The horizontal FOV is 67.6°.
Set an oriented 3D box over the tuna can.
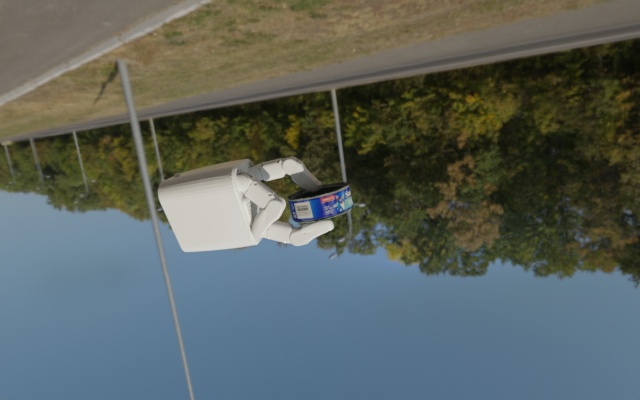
[{"bbox_3d":[0.000,0.003,0.645,0.086,0.034,0.086,-13,9,2],"label":"tuna can"}]
